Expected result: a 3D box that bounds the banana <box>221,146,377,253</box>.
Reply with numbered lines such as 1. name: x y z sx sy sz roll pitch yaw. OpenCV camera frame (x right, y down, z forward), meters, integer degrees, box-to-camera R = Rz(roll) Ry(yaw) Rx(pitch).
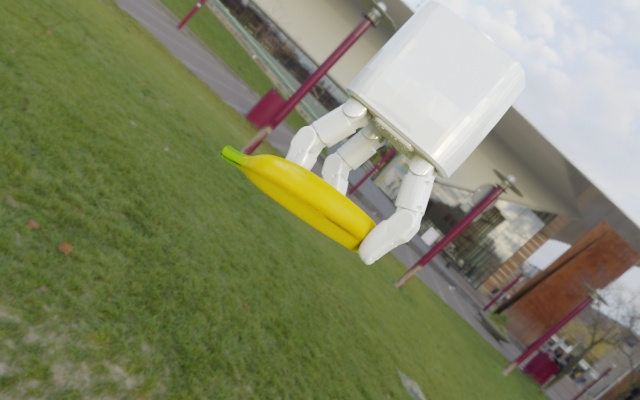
1. banana: 0.007 0.008 0.416 0.198 0.037 0.069 36 4 -38
